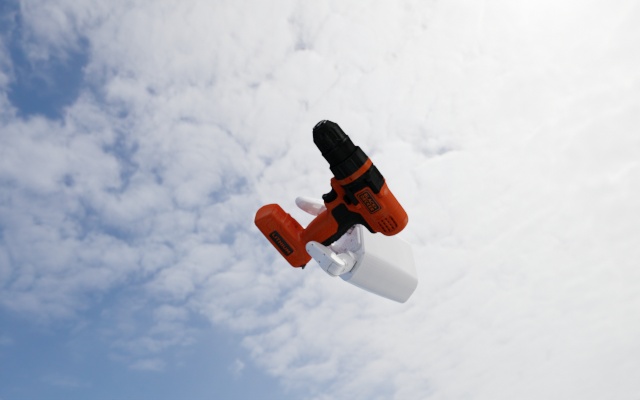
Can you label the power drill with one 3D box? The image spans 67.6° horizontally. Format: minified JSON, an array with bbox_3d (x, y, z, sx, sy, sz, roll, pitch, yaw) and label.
[{"bbox_3d":[0.000,0.003,0.657,0.188,0.184,0.057,-30,17,28],"label":"power drill"}]
